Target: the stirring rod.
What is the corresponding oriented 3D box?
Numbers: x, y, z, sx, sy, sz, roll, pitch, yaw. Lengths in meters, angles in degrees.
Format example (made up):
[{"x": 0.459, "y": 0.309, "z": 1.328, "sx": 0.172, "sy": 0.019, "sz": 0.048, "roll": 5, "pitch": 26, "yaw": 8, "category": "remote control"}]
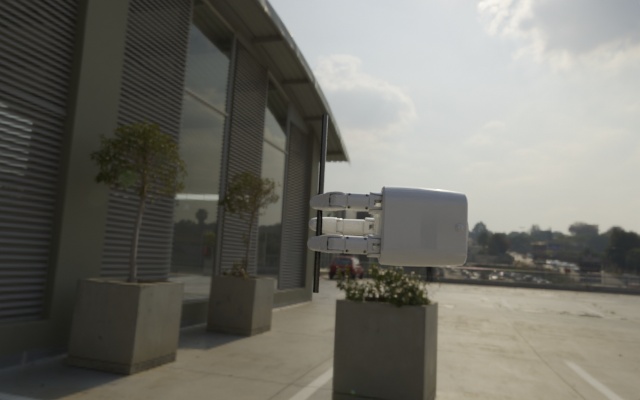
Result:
[{"x": 0.000, "y": 0.002, "z": 0.642, "sx": 0.011, "sy": 0.239, "sz": 0.011, "roll": 3, "pitch": -7, "yaw": 0, "category": "stirring rod"}]
